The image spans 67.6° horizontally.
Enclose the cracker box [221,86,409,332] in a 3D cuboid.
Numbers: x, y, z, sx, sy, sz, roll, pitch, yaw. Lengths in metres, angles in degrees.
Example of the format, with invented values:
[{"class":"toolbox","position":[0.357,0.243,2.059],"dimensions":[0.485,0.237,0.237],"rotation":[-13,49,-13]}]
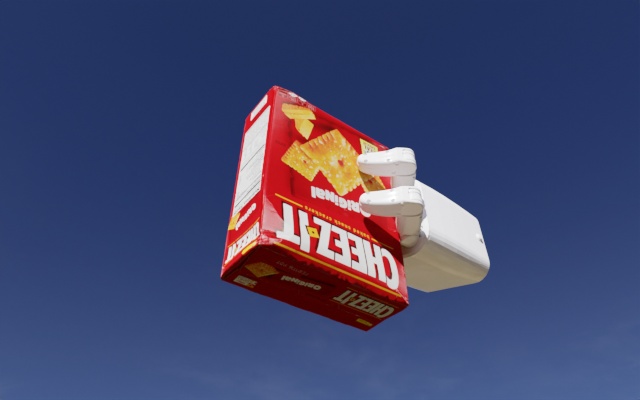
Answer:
[{"class":"cracker box","position":[0.000,0.002,0.484],"dimensions":[0.164,0.213,0.072],"rotation":[26,-48,-26]}]
